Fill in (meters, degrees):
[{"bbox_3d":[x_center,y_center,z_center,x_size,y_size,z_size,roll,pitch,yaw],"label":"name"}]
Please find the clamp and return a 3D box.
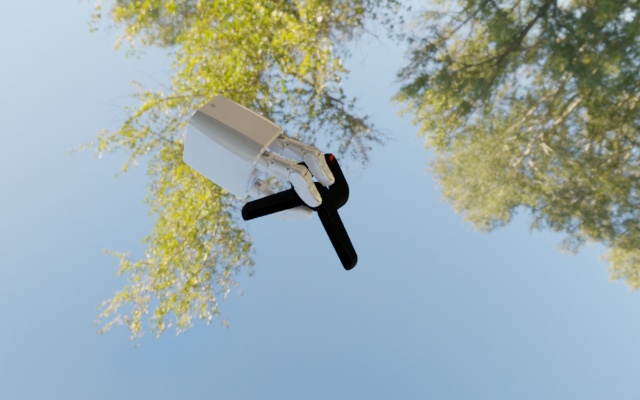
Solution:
[{"bbox_3d":[0.000,0.002,0.686,0.164,0.036,0.210,32,38,-1],"label":"clamp"}]
